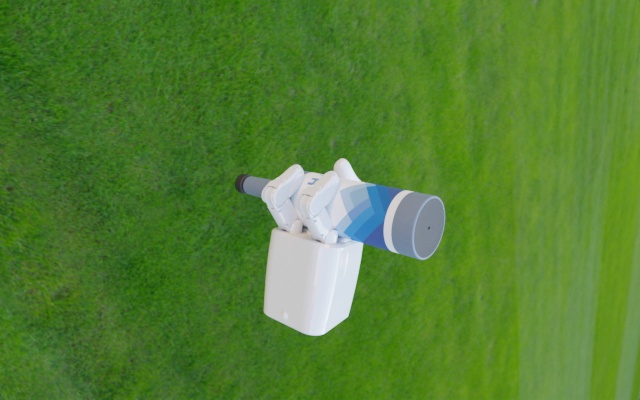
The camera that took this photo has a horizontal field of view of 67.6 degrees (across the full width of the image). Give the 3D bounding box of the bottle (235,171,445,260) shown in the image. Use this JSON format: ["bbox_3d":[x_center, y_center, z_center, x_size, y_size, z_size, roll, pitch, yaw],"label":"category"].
[{"bbox_3d":[0.000,0.002,0.575,0.295,0.069,0.069,13,9,40],"label":"bottle"}]
